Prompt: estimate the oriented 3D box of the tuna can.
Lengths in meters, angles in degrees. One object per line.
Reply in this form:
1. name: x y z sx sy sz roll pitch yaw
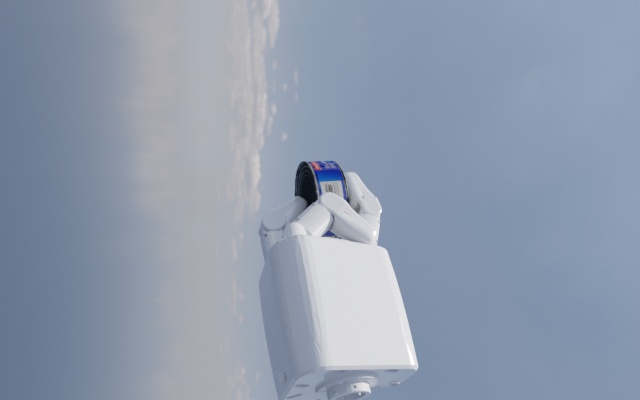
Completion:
1. tuna can: 0.001 0.002 0.492 0.034 0.086 0.086 -5 1 -17
